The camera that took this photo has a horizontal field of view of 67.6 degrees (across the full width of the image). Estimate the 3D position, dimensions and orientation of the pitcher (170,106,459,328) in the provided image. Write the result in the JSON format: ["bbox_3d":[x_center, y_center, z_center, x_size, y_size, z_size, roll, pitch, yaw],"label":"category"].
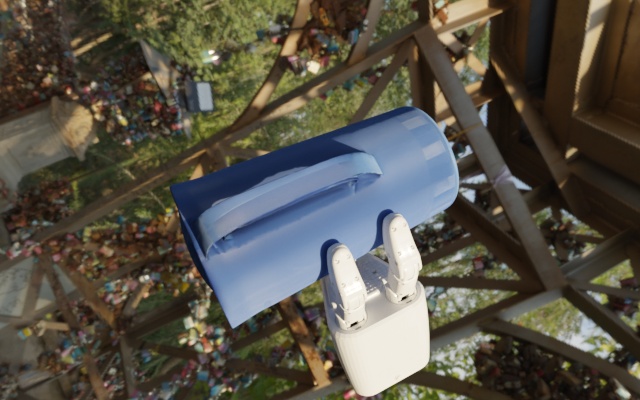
[{"bbox_3d":[0.000,0.002,0.428,0.243,0.145,0.149,-24,33,-13],"label":"pitcher"}]
